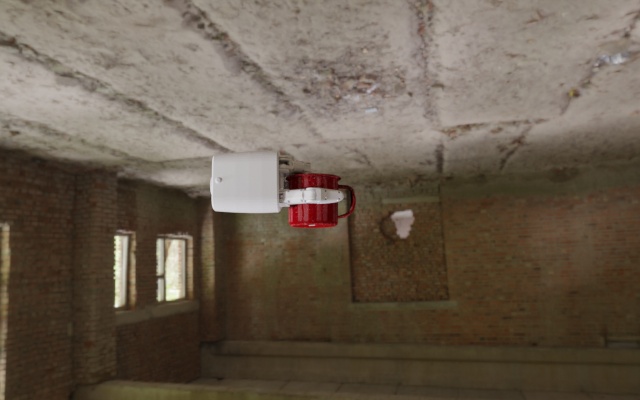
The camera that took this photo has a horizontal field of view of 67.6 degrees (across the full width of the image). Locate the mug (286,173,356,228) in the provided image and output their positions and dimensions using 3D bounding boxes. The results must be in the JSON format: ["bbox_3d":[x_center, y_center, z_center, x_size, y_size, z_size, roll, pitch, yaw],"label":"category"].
[{"bbox_3d":[0.002,0.003,0.793,0.117,0.081,0.093,-1,-7,2],"label":"mug"}]
